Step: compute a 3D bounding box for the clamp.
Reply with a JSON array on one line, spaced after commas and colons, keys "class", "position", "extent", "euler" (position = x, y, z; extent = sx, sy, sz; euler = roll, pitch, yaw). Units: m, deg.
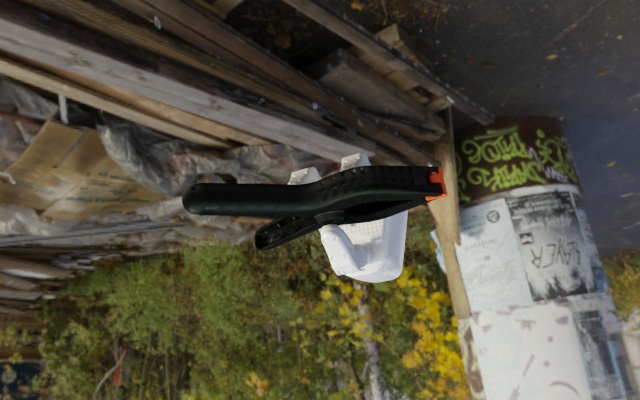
[{"class": "clamp", "position": [0.001, 0.002, 0.415], "extent": [0.210, 0.036, 0.164], "euler": [-14, -19, 18]}]
